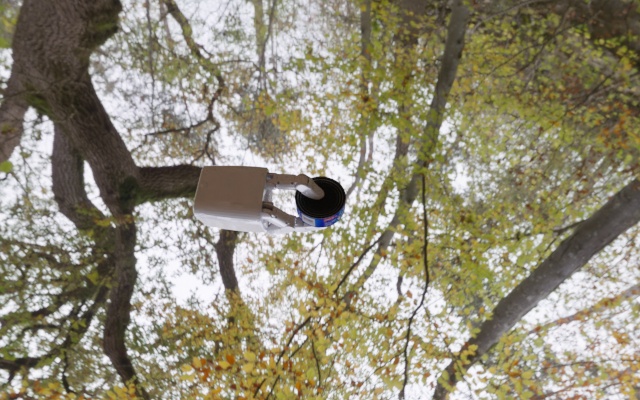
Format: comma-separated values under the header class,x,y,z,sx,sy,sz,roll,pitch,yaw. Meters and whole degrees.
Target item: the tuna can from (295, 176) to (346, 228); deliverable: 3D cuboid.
class,x,y,z,sx,sy,sz,roll,pitch,yaw
tuna can,0.000,0.003,0.806,0.086,0.086,0.034,0,-34,2
